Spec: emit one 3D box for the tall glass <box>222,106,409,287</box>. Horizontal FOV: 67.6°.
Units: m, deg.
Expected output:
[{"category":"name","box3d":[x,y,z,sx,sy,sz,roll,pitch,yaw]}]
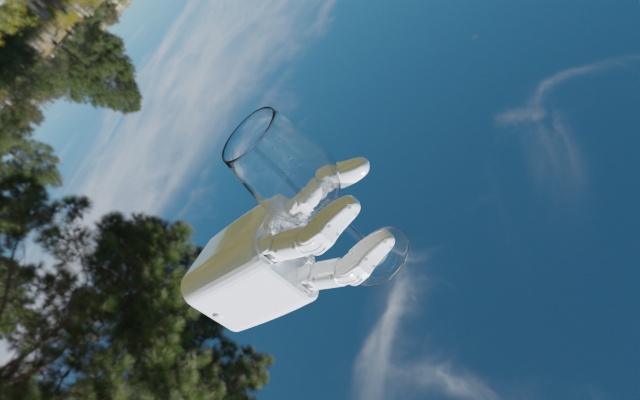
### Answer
[{"category":"tall glass","box3d":[0.001,0.002,0.454,0.079,0.079,0.201,0,-36,49]}]
